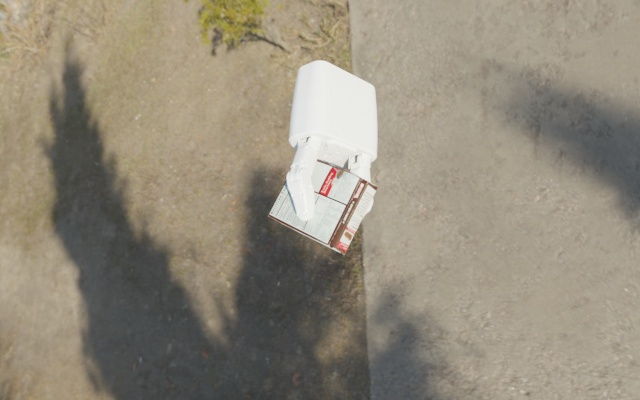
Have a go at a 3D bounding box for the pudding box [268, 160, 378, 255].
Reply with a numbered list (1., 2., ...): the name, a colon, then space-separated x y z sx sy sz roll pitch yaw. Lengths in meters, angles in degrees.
1. pudding box: 0.000 0.002 0.575 0.113 0.090 0.039 23 -4 43
